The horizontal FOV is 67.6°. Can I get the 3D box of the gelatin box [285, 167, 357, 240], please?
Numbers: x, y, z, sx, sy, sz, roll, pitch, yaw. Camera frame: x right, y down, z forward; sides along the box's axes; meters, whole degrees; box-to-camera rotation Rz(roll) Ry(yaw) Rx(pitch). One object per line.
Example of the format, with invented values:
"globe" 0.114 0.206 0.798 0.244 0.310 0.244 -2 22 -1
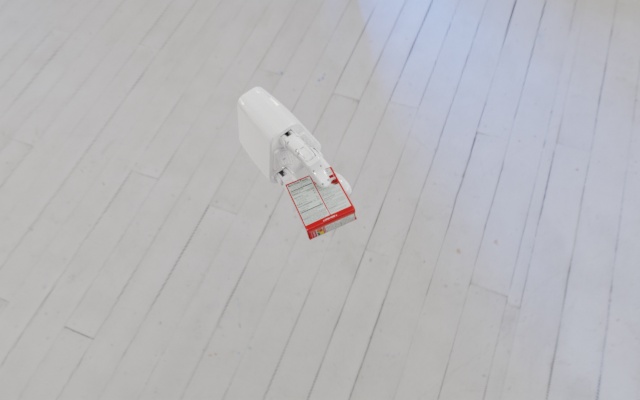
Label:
"gelatin box" 0.000 0.002 0.675 0.073 0.089 0.030 -23 -35 -6
